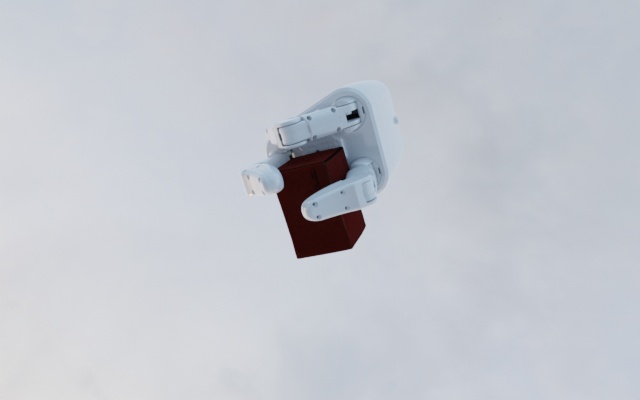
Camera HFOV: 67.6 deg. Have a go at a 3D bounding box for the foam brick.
[{"bbox_3d":[0.000,0.002,0.407,0.053,0.078,0.051,-11,15,22],"label":"foam brick"}]
